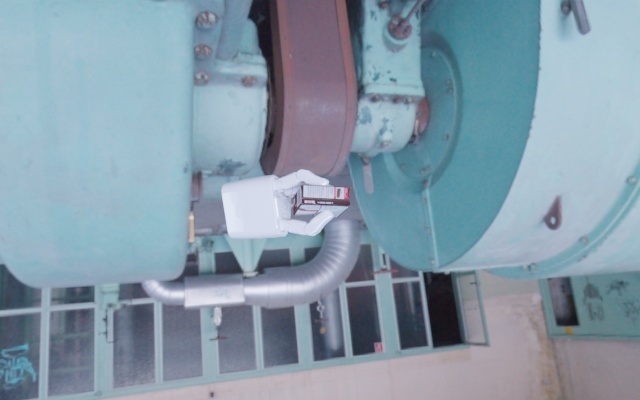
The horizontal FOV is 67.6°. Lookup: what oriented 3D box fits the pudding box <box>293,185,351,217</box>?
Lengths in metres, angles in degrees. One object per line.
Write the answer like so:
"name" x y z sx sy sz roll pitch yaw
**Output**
"pudding box" 0.000 0.003 0.874 0.090 0.039 0.113 2 -11 -10
